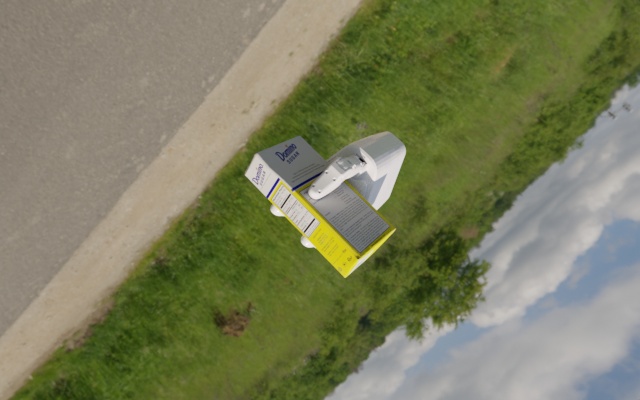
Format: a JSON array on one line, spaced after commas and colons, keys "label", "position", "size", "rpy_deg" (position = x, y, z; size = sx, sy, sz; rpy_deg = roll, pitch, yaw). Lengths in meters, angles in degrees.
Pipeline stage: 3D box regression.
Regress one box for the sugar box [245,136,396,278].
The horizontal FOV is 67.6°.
[{"label": "sugar box", "position": [0.000, 0.002, 0.588], "size": [0.093, 0.176, 0.048], "rpy_deg": [-31, -20, -50]}]
